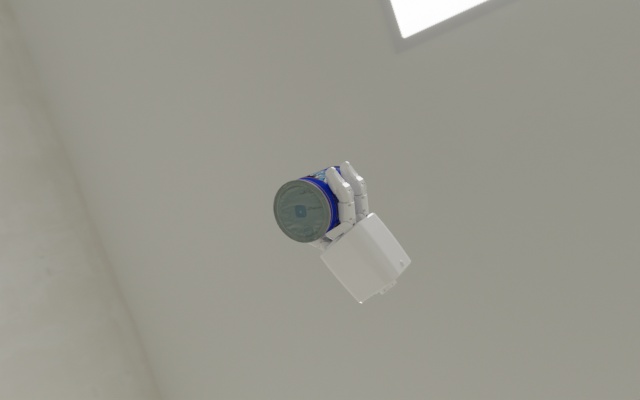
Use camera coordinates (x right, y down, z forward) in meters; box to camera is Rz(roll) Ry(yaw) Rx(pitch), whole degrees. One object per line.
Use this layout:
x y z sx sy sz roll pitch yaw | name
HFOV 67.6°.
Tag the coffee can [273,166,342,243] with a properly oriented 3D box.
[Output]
0.000 0.003 0.812 0.103 0.103 0.140 0 13 28 | coffee can
